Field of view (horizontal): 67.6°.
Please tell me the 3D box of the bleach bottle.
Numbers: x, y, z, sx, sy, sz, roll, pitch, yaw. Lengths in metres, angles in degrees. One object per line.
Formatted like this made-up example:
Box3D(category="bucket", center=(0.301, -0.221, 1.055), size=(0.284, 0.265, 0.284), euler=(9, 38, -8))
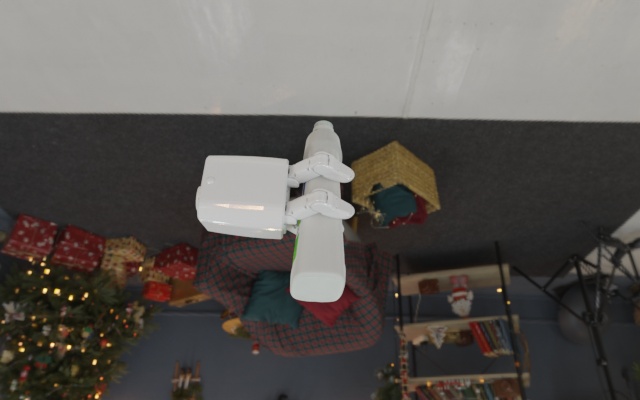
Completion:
Box3D(category="bleach bottle", center=(0.000, 0.002, 0.652), size=(0.068, 0.250, 0.103), euler=(4, -31, -3))
